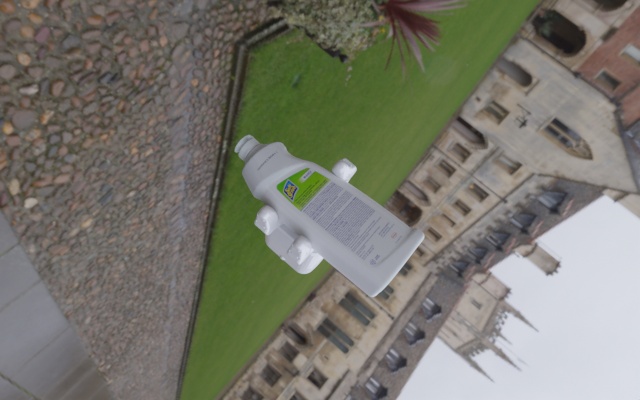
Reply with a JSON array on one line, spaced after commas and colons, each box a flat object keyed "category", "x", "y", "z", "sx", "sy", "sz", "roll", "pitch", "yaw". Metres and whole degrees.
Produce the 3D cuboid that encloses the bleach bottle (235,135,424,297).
[{"category": "bleach bottle", "x": 0.000, "y": 0.002, "z": 0.596, "sx": 0.102, "sy": 0.251, "sz": 0.068, "roll": -46, "pitch": -9, "yaw": -27}]
